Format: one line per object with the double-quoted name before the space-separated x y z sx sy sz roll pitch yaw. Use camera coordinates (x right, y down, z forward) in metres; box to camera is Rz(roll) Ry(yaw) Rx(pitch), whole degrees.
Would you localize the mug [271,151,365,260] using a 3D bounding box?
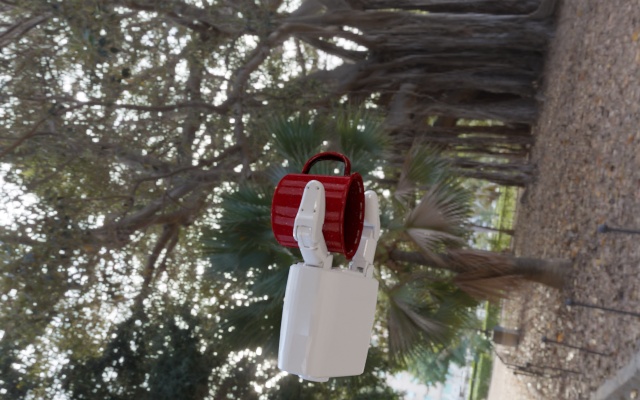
"mug" 0.000 0.000 0.522 0.081 0.117 0.093 5 -13 19
